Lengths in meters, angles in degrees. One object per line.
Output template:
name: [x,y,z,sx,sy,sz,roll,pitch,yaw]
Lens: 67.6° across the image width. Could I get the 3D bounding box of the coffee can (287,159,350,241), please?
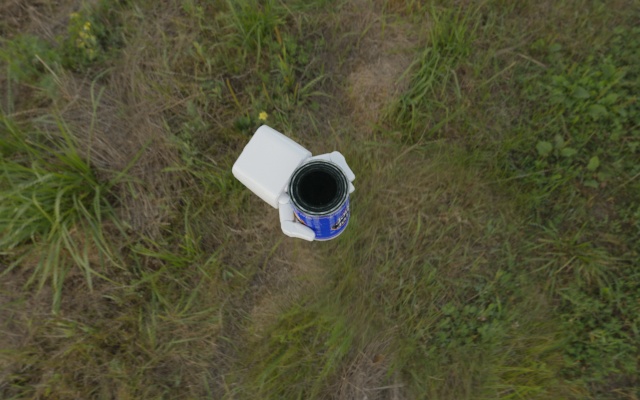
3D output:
coffee can: [0.000,0.003,0.842,0.103,0.102,0.140,0,-20,3]
